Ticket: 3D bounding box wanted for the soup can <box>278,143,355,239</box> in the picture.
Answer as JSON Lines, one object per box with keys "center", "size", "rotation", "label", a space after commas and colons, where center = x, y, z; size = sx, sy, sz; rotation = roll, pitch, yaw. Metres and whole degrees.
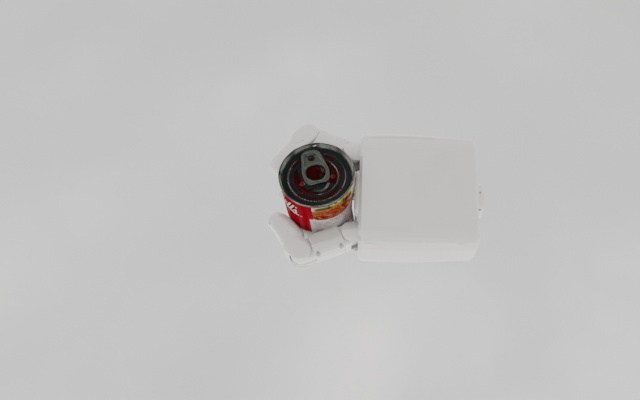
{"center": [0.000, 0.002, 0.463], "size": [0.068, 0.068, 0.102], "rotation": [0, -30, 5], "label": "soup can"}
